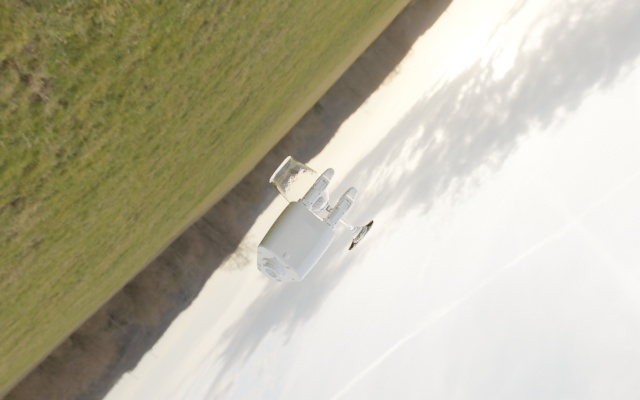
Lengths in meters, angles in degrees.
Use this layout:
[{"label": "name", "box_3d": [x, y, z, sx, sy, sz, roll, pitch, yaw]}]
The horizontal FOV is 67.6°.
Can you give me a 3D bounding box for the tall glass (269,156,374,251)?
[{"label": "tall glass", "box_3d": [0.001, 0.003, 0.893, 0.201, 0.079, 0.079, 40, -3, -3]}]
